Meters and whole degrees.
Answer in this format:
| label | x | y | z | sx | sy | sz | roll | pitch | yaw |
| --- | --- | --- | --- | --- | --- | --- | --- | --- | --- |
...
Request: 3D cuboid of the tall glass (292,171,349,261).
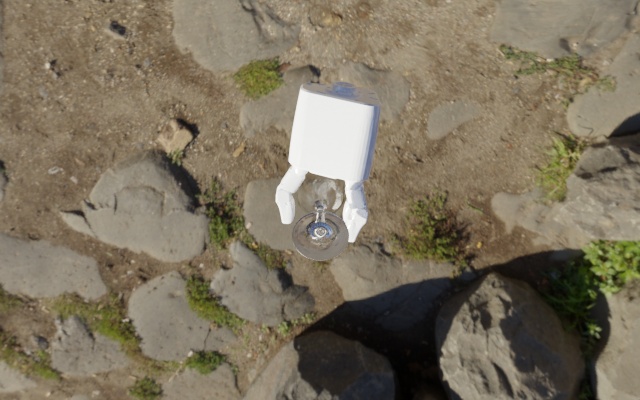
| label | x | y | z | sx | sy | sz | roll | pitch | yaw |
| --- | --- | --- | --- | --- | --- | --- | --- | --- | --- |
| tall glass | 0.000 | 0.003 | 0.707 | 0.079 | 0.079 | 0.201 | 0 | 26 | 0 |
